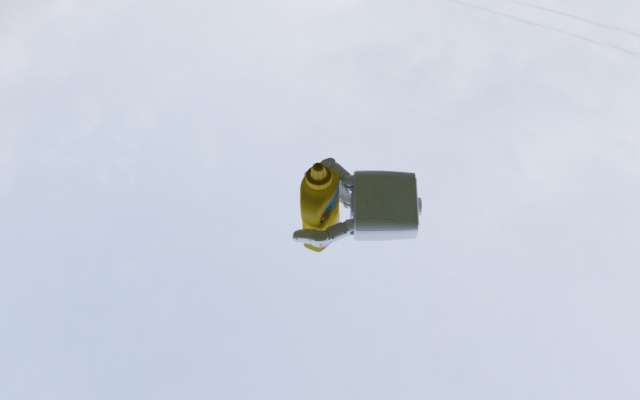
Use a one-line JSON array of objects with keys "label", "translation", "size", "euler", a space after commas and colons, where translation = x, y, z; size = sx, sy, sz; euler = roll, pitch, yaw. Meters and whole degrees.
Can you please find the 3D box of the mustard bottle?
[{"label": "mustard bottle", "translation": [0.000, 0.003, 0.795], "size": [0.058, 0.096, 0.192], "euler": [21, -31, 15]}]
